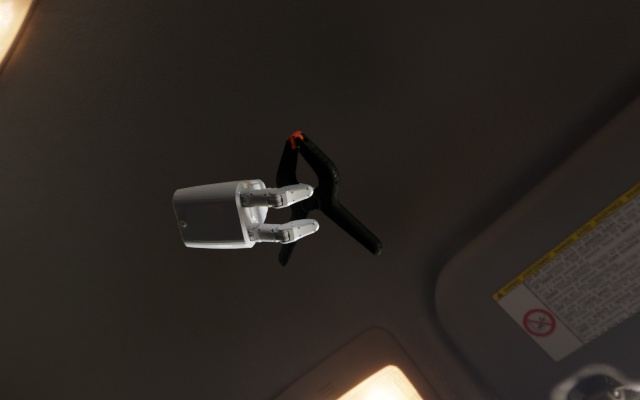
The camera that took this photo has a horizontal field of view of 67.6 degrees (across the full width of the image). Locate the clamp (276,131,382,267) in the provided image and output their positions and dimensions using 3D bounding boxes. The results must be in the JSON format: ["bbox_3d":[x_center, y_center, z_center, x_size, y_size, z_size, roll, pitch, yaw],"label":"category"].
[{"bbox_3d":[0.000,0.001,0.697,0.164,0.210,0.036,-3,22,15],"label":"clamp"}]
